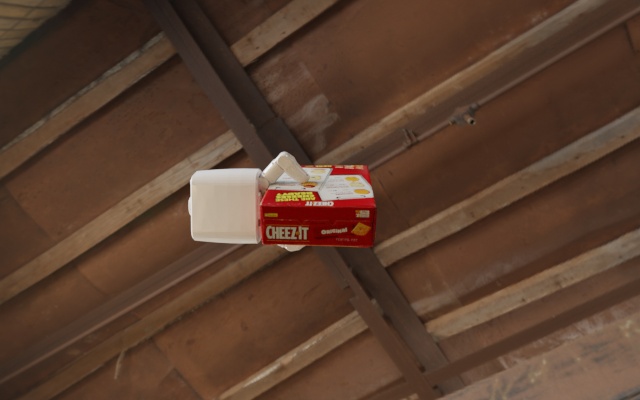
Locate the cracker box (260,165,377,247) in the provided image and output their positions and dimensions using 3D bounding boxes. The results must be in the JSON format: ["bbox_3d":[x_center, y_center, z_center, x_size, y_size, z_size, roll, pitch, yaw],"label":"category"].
[{"bbox_3d":[0.000,0.002,0.768,0.164,0.072,0.213,0,20,2],"label":"cracker box"}]
